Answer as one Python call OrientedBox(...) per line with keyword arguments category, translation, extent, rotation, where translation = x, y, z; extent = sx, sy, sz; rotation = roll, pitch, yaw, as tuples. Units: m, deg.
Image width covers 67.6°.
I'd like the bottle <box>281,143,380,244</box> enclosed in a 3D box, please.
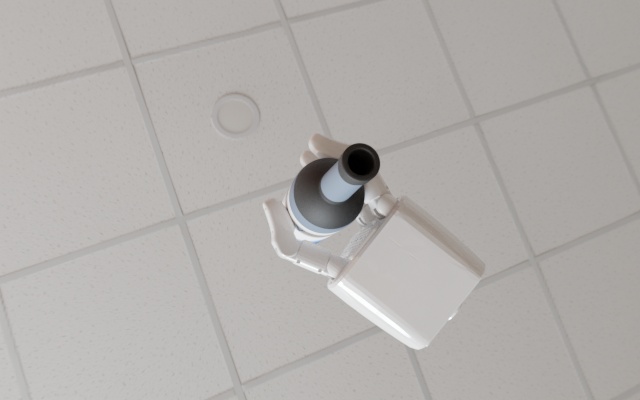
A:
OrientedBox(category="bottle", translation=(0.000, 0.002, 0.465), extent=(0.069, 0.069, 0.296), rotation=(0, -11, -11))
